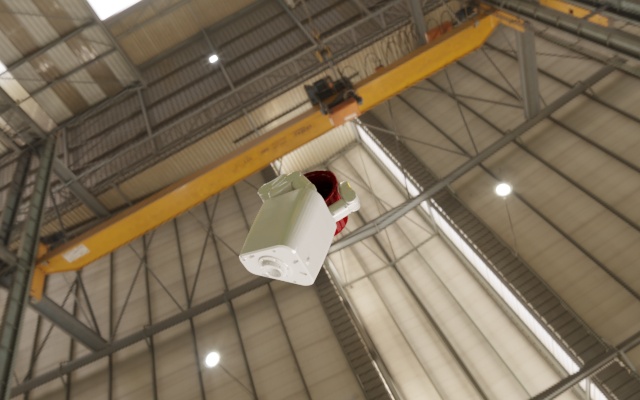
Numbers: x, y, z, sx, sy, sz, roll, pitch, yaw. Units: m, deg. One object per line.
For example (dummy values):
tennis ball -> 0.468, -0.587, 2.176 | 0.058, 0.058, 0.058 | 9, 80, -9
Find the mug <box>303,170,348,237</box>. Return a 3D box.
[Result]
mug -> 0.001, 0.002, 0.794 | 0.093, 0.117, 0.082 | 0, -44, 30
